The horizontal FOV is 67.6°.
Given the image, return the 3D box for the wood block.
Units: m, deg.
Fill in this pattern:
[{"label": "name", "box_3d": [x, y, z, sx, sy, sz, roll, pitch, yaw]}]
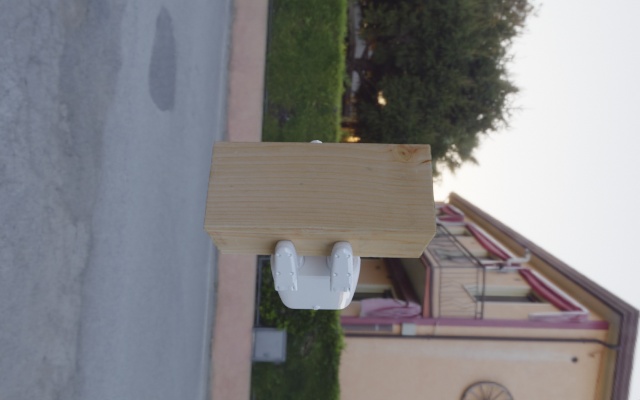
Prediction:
[{"label": "wood block", "box_3d": [0.000, 0.001, 0.475, 0.206, 0.090, 0.090, 1, -22, 1]}]
